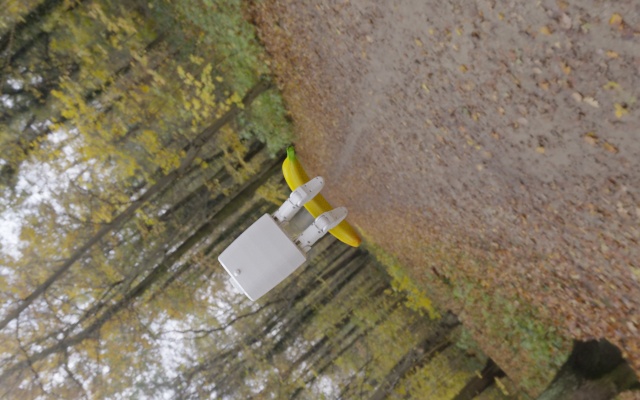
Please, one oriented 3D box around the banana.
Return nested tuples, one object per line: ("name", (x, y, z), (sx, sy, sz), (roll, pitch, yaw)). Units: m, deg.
("banana", (-0.006, 0.001, 0.799), (0.037, 0.198, 0.069), (-39, 5, -13))
